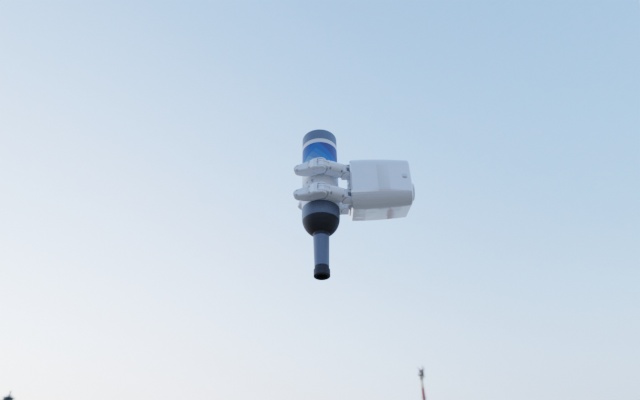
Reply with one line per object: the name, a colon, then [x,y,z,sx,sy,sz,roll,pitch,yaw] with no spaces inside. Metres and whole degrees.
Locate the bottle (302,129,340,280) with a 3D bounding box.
bottle: [0.000,0.003,0.849,0.069,0.295,0.069,-1,-36,-1]
